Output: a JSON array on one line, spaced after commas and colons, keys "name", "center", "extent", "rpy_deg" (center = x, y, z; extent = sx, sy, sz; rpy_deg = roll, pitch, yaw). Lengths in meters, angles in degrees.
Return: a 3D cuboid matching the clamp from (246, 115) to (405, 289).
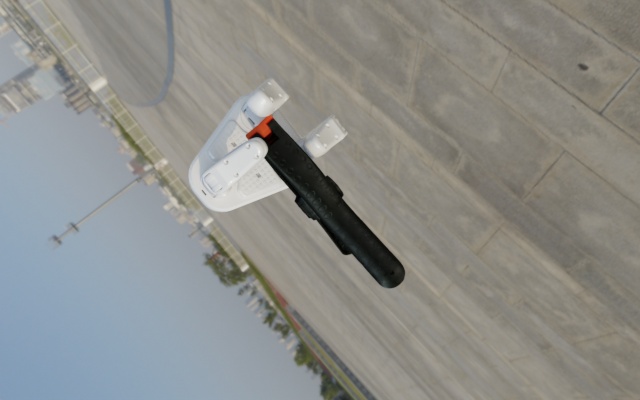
[{"name": "clamp", "center": [0.000, 0.002, 0.422], "extent": [0.039, 0.171, 0.120], "rpy_deg": [-40, 8, -12]}]
